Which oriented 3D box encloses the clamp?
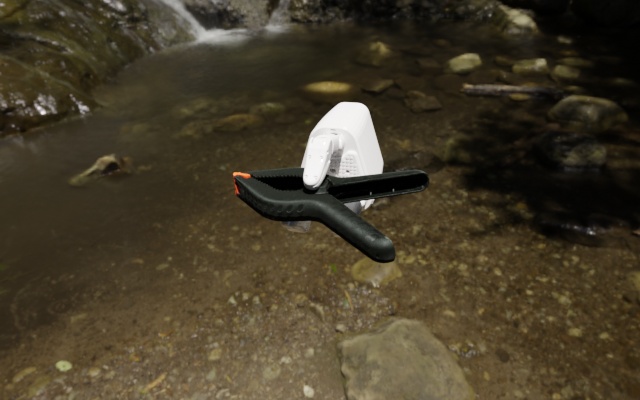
[{"bbox_3d":[0.000,0.001,0.492,0.210,0.036,0.164,6,28,14],"label":"clamp"}]
